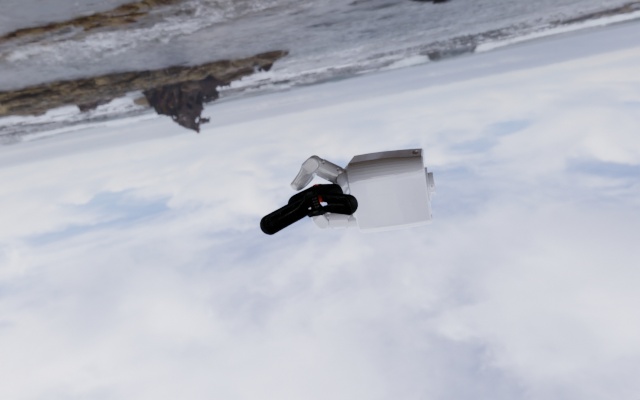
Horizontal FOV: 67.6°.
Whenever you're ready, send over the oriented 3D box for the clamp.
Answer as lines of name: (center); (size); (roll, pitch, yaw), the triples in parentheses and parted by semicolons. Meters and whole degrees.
clamp: (0.000, 0.003, 0.631); (0.120, 0.039, 0.171); (-7, 14, 15)
